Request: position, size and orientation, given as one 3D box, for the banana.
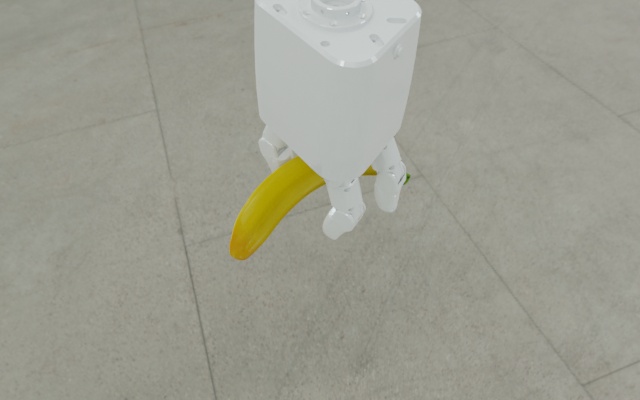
[{"bbox_3d":[-0.007,-0.014,0.450,0.198,0.069,0.037,-25,-24,-21],"label":"banana"}]
